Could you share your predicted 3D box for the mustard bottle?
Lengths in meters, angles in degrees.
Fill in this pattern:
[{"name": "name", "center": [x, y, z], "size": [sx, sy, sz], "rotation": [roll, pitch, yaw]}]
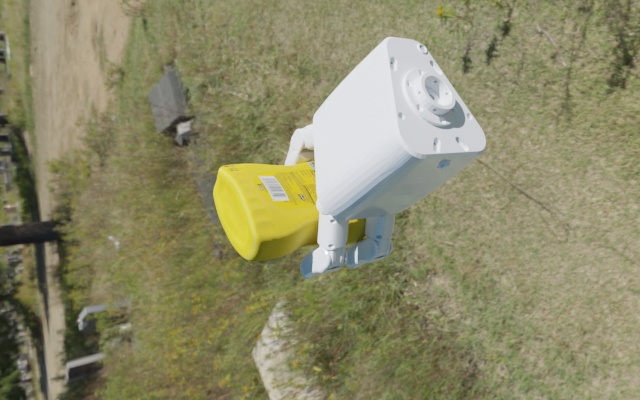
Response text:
[{"name": "mustard bottle", "center": [0.000, 0.002, 0.470], "size": [0.191, 0.058, 0.096], "rotation": [-7, 45, -34]}]
